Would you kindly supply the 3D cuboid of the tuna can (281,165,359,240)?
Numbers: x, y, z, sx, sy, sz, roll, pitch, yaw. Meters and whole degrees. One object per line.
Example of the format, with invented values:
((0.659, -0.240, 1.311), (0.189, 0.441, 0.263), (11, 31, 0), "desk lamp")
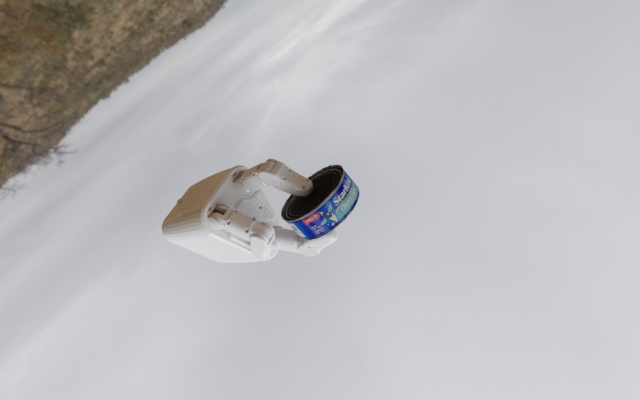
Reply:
((0.000, 0.002, 0.523), (0.034, 0.086, 0.086), (49, -23, -22), "tuna can")
